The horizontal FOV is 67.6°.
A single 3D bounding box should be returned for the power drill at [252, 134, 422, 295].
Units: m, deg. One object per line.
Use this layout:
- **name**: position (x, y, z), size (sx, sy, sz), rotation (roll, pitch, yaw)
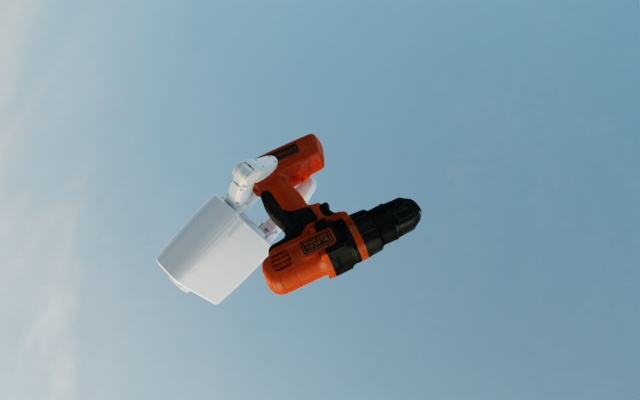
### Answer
- **power drill**: position (0.000, 0.002, 0.561), size (0.184, 0.057, 0.187), rotation (-24, 47, -5)
